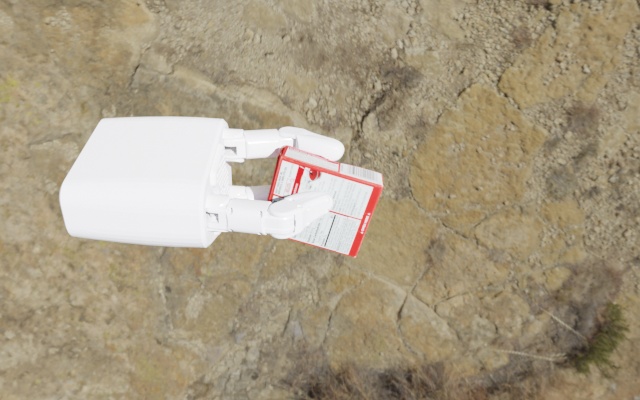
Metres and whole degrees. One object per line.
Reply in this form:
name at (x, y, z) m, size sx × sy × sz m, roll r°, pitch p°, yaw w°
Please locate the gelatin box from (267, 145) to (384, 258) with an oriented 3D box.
gelatin box at (0.000, 0.002, 0.405) m, size 0.089 × 0.073 × 0.030 m, roll 16°, pitch 27°, yaw -3°
